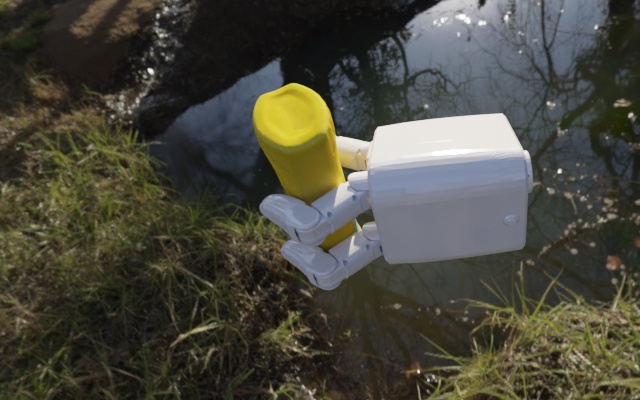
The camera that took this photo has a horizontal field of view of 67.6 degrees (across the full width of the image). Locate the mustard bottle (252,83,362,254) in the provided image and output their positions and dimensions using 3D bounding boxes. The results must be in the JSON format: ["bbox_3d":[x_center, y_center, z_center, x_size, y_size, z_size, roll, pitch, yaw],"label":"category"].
[{"bbox_3d":[0.000,0.001,0.417,0.058,0.192,0.096,-24,42,-5],"label":"mustard bottle"}]
